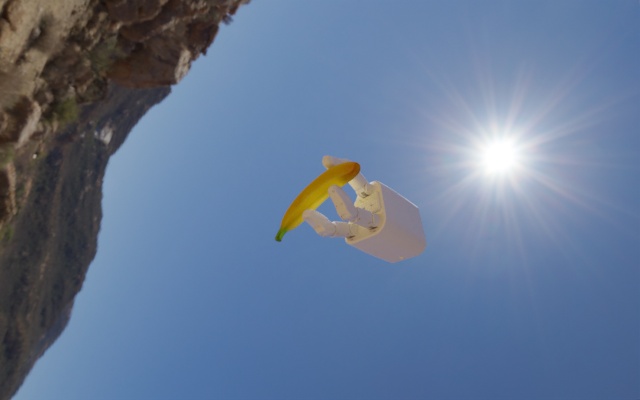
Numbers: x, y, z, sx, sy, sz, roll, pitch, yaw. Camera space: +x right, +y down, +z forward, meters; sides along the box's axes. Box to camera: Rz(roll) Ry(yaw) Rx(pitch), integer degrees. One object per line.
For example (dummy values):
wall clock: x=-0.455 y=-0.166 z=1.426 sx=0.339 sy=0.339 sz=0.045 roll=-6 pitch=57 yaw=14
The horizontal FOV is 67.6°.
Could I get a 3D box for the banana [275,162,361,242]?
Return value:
banana: x=-0.003 y=-0.007 z=0.789 sx=0.037 sy=0.198 sz=0.069 roll=32 pitch=29 yaw=-26
